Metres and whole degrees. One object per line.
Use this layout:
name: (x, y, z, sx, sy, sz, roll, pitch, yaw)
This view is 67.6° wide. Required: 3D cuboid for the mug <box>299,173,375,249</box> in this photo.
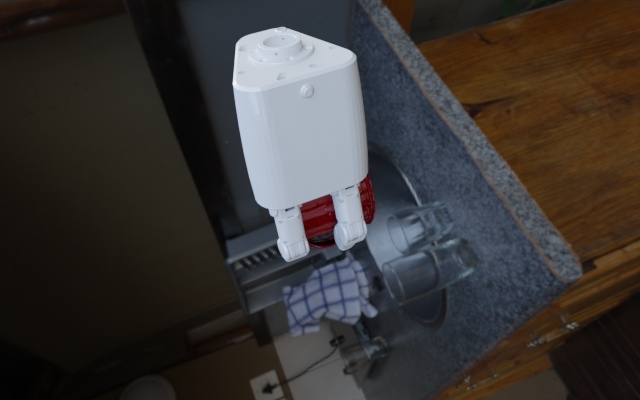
mug: (0.000, 0.003, 0.491, 0.081, 0.117, 0.093, -18, 39, -13)
